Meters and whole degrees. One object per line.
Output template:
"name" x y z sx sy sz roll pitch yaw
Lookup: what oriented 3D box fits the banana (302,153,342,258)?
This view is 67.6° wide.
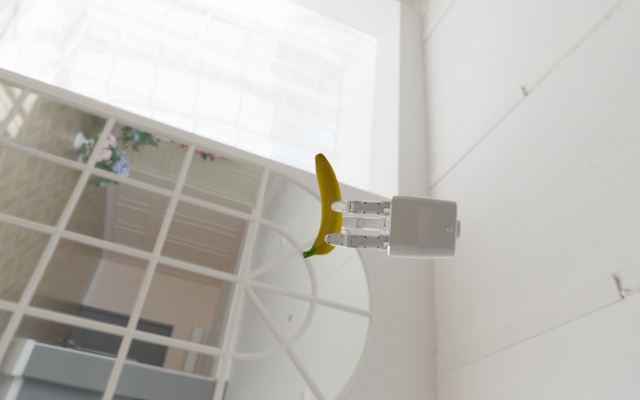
"banana" 0.011 0.013 0.823 0.037 0.197 0.070 -14 -32 33
